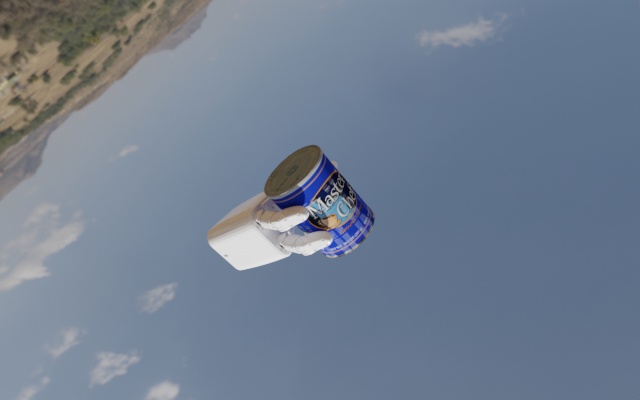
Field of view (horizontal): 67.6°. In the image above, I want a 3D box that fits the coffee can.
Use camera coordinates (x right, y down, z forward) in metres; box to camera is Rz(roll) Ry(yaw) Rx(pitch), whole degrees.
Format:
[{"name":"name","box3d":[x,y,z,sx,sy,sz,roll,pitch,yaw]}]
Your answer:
[{"name":"coffee can","box3d":[0.000,0.002,0.711,0.103,0.102,0.140,0,-42,53]}]
